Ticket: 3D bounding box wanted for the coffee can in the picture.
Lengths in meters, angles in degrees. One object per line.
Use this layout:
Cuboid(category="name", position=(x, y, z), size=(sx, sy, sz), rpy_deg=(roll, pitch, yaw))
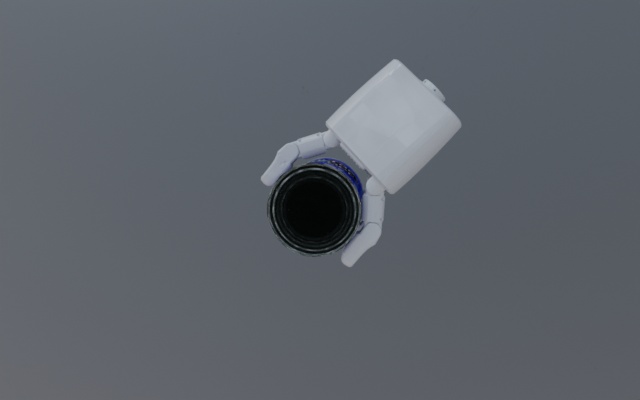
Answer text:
Cuboid(category="coffee can", position=(0.000, 0.002, 0.578), size=(0.103, 0.103, 0.140), rpy_deg=(0, 7, 6))
